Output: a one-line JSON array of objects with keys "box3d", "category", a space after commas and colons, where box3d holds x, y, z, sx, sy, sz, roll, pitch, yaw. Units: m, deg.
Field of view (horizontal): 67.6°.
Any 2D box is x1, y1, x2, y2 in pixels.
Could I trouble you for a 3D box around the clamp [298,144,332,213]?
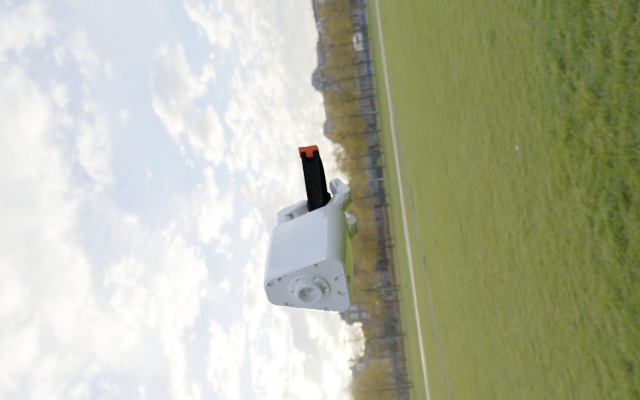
[{"box3d": [-0.001, 0.002, 0.723, 0.036, 0.210, 0.164, -8, 32, 5], "category": "clamp"}]
